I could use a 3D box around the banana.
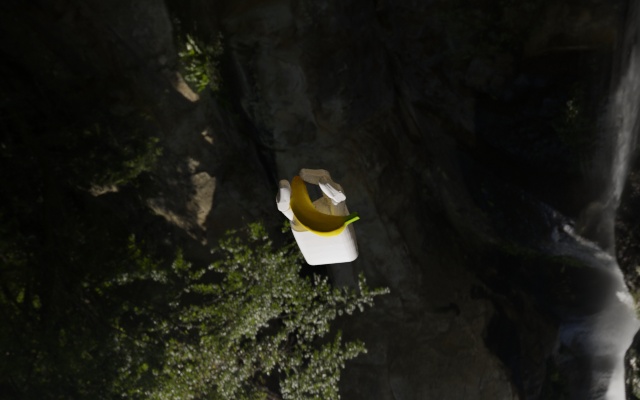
[{"bbox_3d":[-0.012,0.015,0.821,0.069,0.037,0.197,-40,39,-14],"label":"banana"}]
